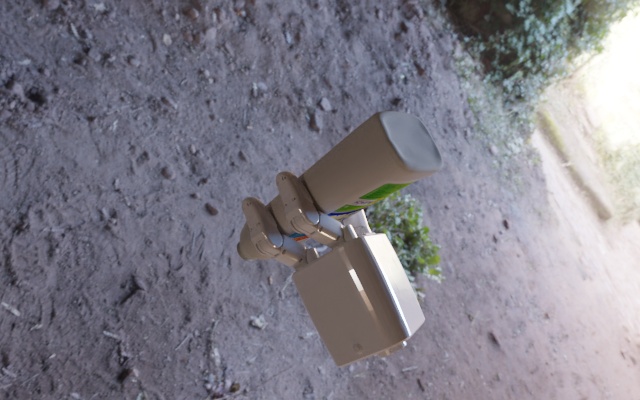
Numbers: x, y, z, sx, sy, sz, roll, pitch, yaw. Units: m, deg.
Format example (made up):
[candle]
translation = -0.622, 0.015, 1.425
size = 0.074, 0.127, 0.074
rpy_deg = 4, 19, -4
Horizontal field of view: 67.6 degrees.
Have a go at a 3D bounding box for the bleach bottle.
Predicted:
[bleach bottle]
translation = 0.000, 0.002, 0.510
size = 0.251, 0.068, 0.102
rpy_deg = -35, -16, 35
